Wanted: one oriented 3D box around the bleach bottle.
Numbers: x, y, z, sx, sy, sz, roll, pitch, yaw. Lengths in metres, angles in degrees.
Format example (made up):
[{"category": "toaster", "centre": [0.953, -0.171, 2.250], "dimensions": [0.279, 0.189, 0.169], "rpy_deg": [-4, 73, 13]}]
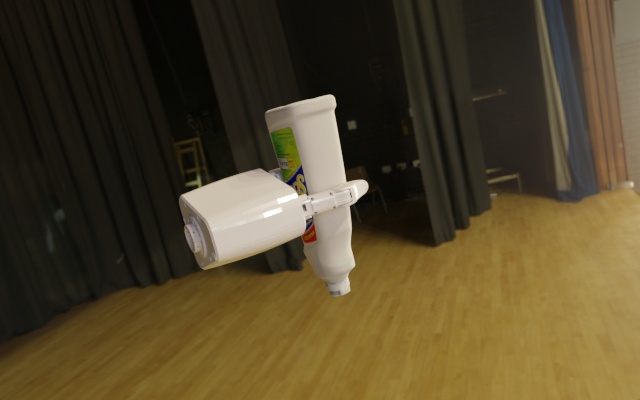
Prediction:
[{"category": "bleach bottle", "centre": [0.000, 0.002, 0.602], "dimensions": [0.068, 0.251, 0.102], "rpy_deg": [-19, 12, -27]}]
